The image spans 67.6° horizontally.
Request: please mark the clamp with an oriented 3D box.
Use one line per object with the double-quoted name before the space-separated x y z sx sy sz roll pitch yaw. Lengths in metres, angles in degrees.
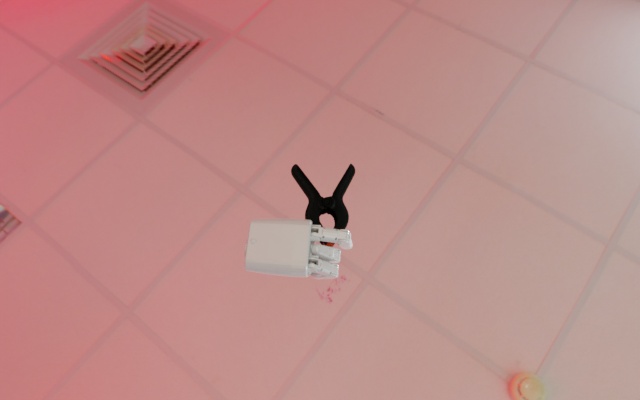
"clamp" 0.000 0.003 0.872 0.120 0.171 0.039 4 -27 2
